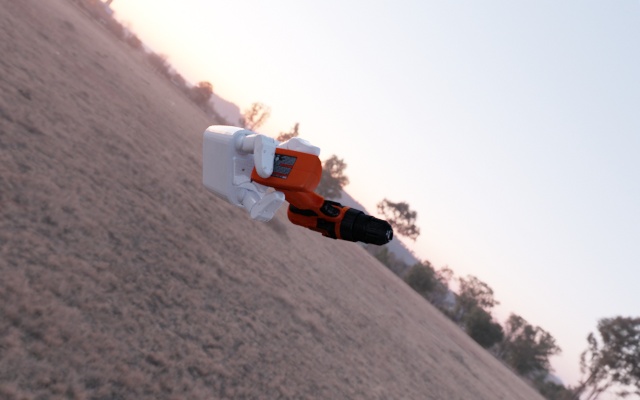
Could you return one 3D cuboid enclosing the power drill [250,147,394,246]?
[{"bbox_3d":[0.000,0.002,0.687,0.184,0.057,0.188,11,-24,32],"label":"power drill"}]
